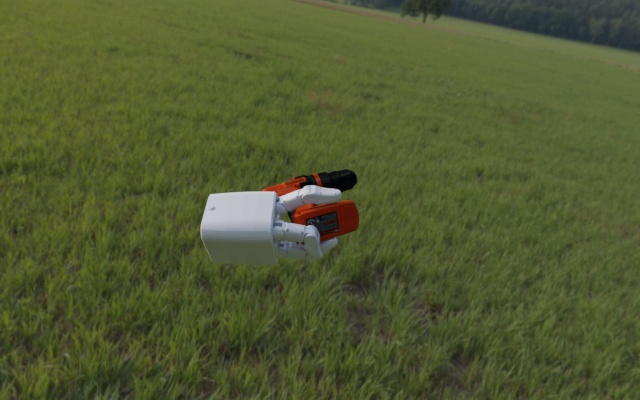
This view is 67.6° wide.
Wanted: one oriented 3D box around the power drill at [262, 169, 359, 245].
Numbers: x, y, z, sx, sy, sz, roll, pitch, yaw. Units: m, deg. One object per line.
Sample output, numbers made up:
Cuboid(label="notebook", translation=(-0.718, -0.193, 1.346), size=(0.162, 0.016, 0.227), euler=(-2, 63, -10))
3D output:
Cuboid(label="power drill", translation=(0.000, 0.003, 0.820), size=(0.184, 0.057, 0.187), euler=(-17, 22, -11))
